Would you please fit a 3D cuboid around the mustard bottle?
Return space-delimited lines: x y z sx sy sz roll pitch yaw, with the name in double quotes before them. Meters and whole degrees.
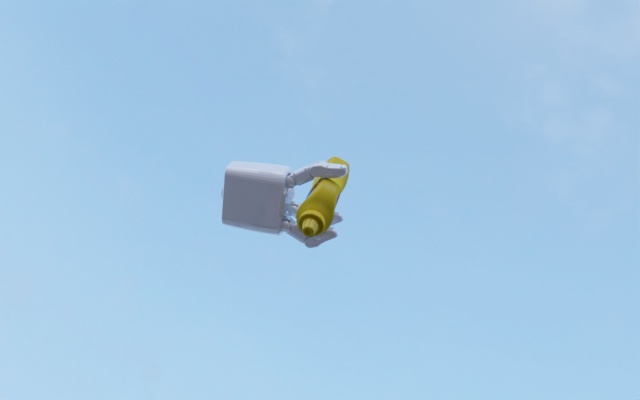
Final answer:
"mustard bottle" 0.001 0.003 0.798 0.058 0.096 0.191 30 30 -3
